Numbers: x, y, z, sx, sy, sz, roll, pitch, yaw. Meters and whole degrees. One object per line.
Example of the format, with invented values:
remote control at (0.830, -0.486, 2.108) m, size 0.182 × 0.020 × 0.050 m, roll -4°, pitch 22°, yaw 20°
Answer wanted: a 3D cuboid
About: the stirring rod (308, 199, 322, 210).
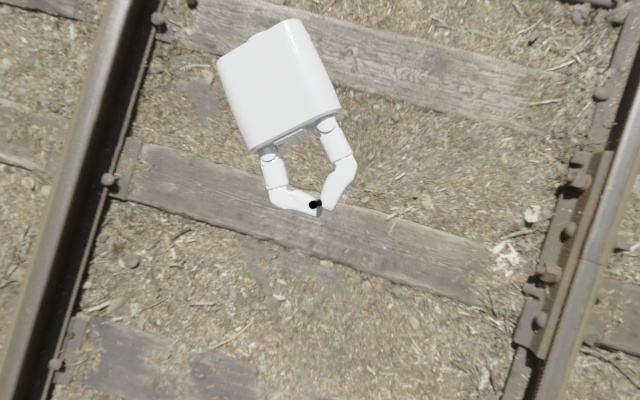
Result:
stirring rod at (0.000, 0.002, 0.529) m, size 0.011 × 0.011 × 0.239 m, roll 0°, pitch 1°, yaw 3°
